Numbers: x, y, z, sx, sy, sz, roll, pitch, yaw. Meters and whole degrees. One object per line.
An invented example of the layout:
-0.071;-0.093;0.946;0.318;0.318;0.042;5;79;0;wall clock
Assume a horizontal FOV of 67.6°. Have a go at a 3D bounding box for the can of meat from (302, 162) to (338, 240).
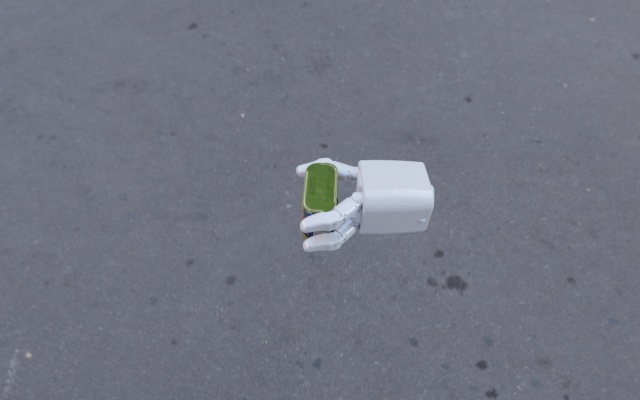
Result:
0.000;0.002;0.754;0.057;0.102;0.084;3;-35;1;can of meat
